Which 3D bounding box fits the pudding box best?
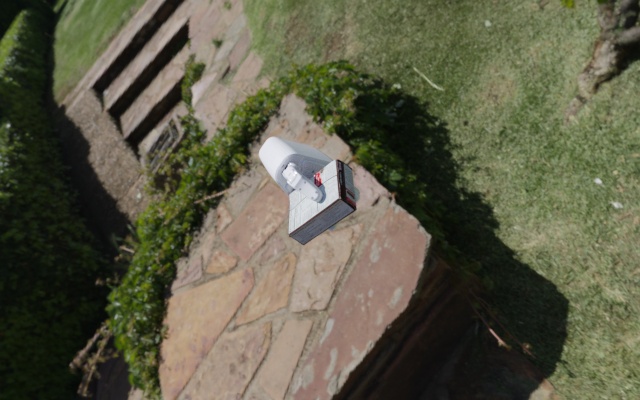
[{"bbox_3d":[0.000,0.002,0.724,0.039,0.090,0.113,32,-54,-31],"label":"pudding box"}]
